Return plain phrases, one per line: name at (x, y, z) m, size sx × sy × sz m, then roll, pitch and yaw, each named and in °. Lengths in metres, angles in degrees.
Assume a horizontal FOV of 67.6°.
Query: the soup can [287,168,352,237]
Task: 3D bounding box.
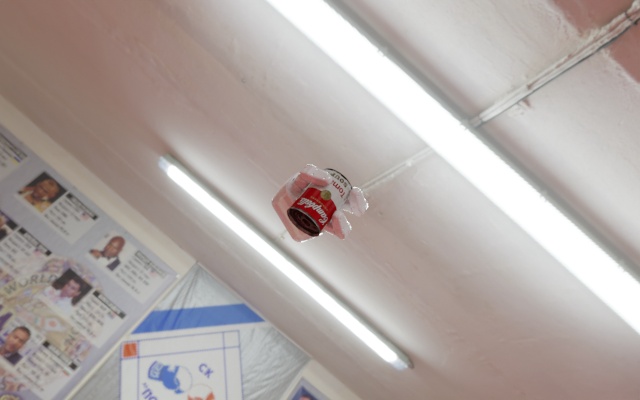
soup can at (0.000, 0.002, 0.813) m, size 0.068 × 0.068 × 0.102 m, roll 0°, pitch 43°, yaw 52°
